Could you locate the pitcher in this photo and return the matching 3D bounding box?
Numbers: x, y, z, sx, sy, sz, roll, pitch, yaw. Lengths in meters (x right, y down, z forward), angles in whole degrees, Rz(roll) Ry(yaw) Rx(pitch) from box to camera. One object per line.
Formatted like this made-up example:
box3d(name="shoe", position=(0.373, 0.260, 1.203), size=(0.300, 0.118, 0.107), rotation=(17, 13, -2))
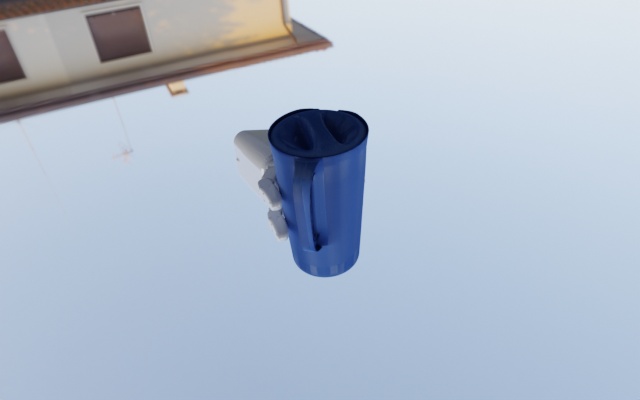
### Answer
box3d(name="pitcher", position=(0.000, 0.002, 0.691), size=(0.149, 0.243, 0.145), rotation=(-25, 43, -25))
